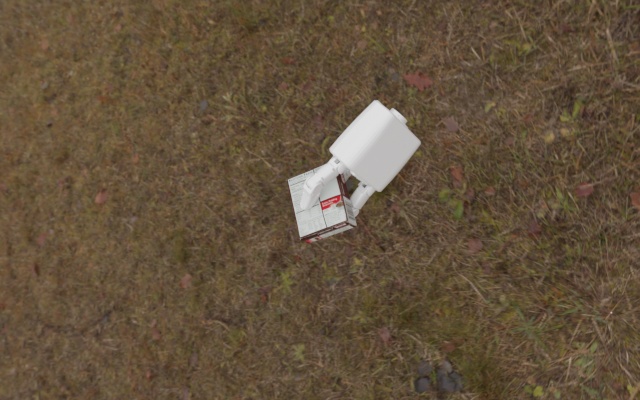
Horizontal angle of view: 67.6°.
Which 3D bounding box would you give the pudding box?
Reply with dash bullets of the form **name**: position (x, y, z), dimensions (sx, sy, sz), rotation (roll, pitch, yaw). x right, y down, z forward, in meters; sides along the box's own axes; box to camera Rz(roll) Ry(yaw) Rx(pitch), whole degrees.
- **pudding box**: position (0.000, 0.002, 0.778), dimensions (0.090, 0.113, 0.039), rotation (-22, -25, 20)
